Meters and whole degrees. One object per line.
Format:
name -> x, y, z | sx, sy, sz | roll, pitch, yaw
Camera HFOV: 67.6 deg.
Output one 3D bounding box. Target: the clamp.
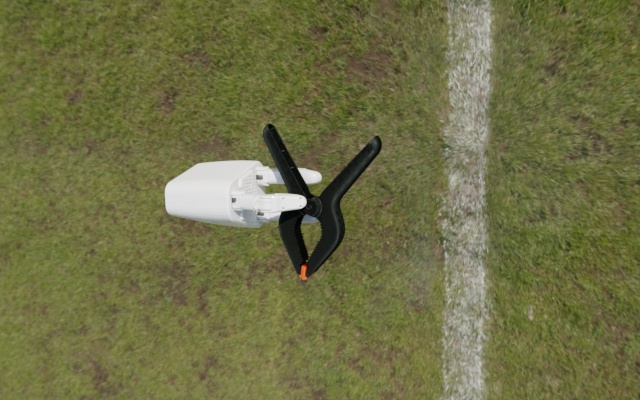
clamp -> 0.000, 0.003, 0.634 | 0.164, 0.210, 0.036 | 2, 7, 22
